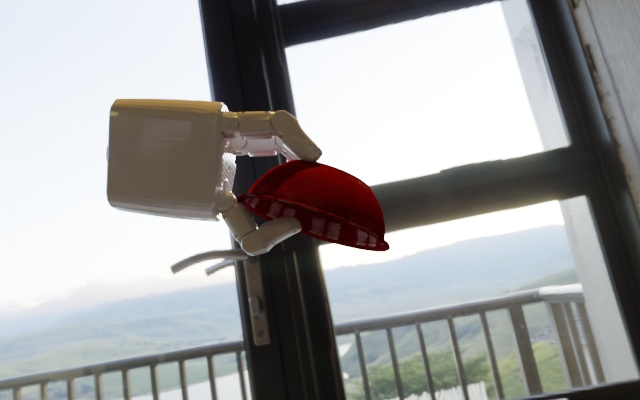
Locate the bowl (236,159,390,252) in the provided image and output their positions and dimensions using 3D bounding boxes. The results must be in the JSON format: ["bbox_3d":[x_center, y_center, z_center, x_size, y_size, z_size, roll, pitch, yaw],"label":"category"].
[{"bbox_3d":[0.001,0.002,0.487,0.162,0.055,0.162,18,-12,4],"label":"bowl"}]
